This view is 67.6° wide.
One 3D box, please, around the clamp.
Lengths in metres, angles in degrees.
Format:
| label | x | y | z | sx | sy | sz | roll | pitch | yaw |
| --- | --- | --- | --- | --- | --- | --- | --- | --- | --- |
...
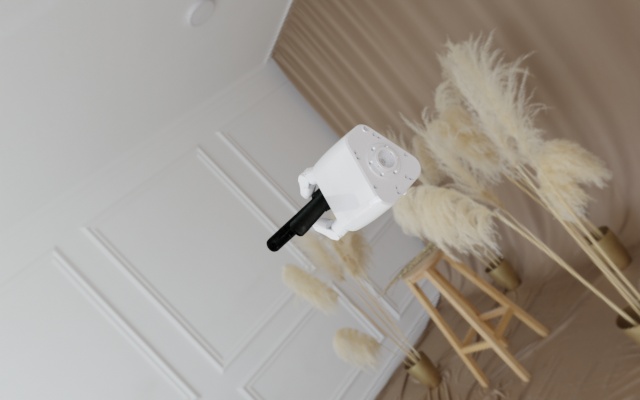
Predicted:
| label | x | y | z | sx | sy | sz | roll | pitch | yaw |
| --- | --- | --- | --- | --- | --- | --- | --- | --- | --- |
| clamp | 0.000 | 0.001 | 0.754 | 0.210 | 0.036 | 0.164 | -44 | 4 | -30 |
